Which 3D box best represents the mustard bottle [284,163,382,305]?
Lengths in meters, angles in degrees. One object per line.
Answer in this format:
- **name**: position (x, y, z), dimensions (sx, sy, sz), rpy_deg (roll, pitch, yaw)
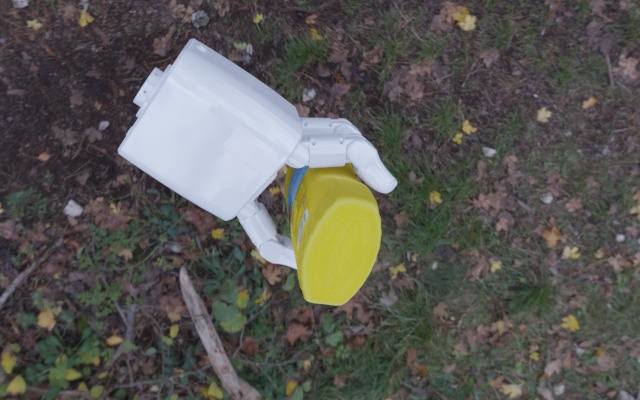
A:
- **mustard bottle**: position (0.000, 0.002, 0.435), dimensions (0.058, 0.096, 0.191), rpy_deg (9, 23, -14)
